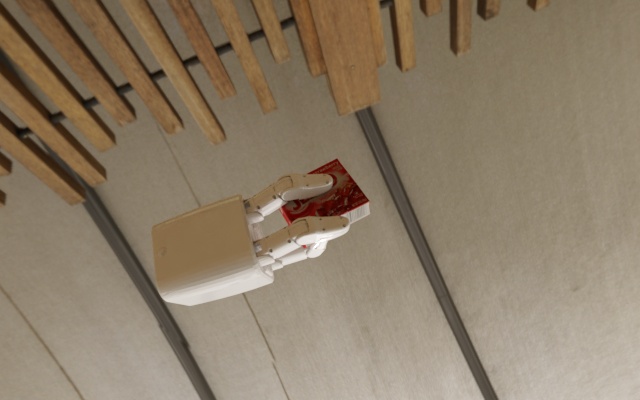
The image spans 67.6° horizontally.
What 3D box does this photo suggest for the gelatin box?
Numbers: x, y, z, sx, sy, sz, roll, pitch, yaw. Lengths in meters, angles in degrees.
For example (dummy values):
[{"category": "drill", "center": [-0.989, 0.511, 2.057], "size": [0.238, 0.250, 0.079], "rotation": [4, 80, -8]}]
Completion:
[{"category": "gelatin box", "center": [0.000, 0.002, 0.539], "size": [0.089, 0.073, 0.030], "rotation": [-27, -34, -11]}]
